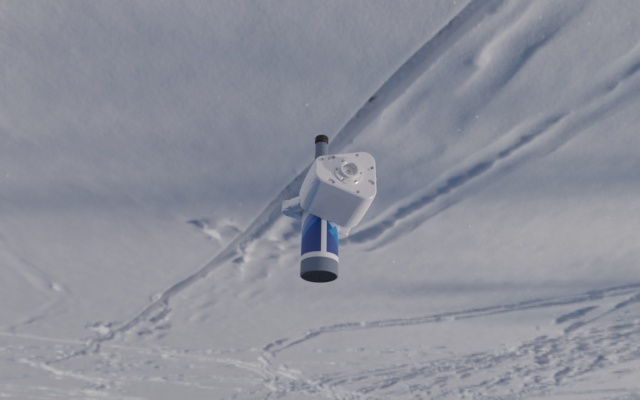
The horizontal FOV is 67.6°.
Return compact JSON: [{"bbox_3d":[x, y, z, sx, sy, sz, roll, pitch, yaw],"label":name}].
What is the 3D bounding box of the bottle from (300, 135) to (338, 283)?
[{"bbox_3d":[0.000,0.003,0.895,0.069,0.295,0.069,1,-29,0],"label":"bottle"}]
